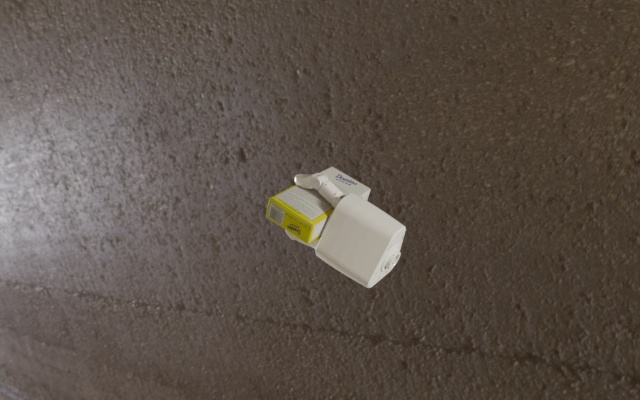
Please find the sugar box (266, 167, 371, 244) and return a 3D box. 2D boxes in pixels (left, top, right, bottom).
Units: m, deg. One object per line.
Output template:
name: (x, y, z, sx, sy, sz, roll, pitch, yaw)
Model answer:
sugar box: (0.000, 0.003, 0.815, 0.093, 0.048, 0.176, 32, 34, 24)
